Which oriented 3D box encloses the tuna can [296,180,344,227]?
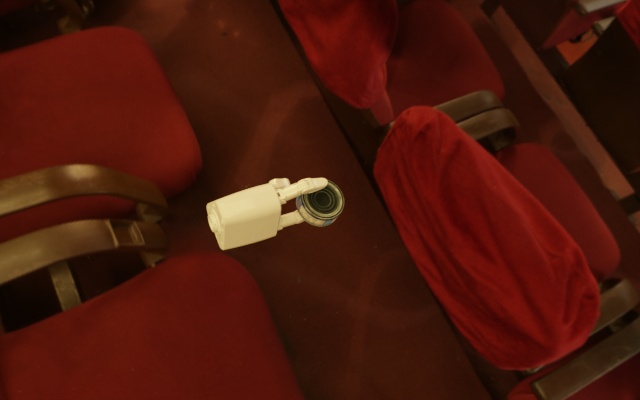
[{"bbox_3d":[0.000,0.003,0.886,0.086,0.086,0.034,0,-25,-21],"label":"tuna can"}]
